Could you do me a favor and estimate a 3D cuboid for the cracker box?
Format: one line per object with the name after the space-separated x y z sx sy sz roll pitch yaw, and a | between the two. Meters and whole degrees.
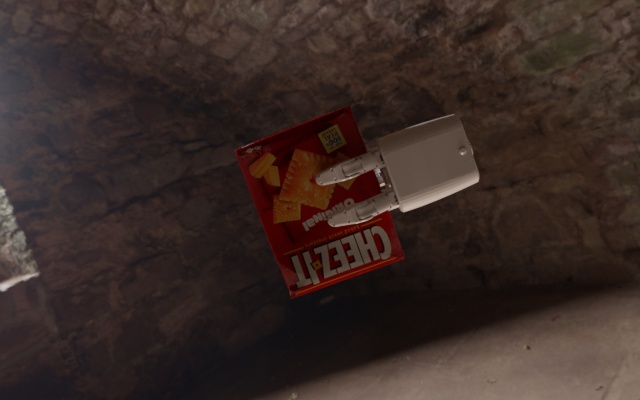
0.000 0.002 0.645 0.164 0.214 0.072 -20 4 4 | cracker box
